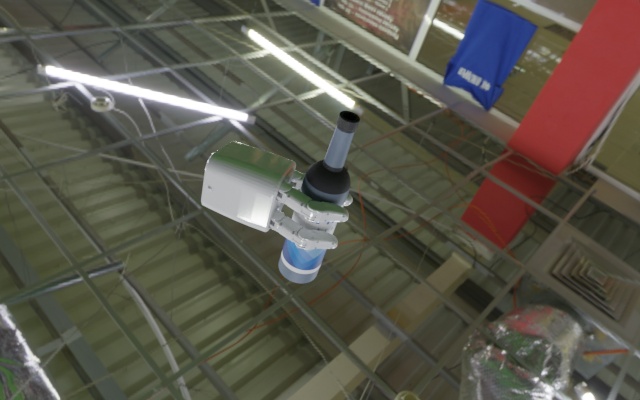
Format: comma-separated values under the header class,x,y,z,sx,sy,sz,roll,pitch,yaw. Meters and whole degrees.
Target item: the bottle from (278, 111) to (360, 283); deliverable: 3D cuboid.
class,x,y,z,sx,sy,sz,roll,pitch,yaw
bottle,0.000,0.002,0.696,0.069,0.296,0.069,11,39,-9
